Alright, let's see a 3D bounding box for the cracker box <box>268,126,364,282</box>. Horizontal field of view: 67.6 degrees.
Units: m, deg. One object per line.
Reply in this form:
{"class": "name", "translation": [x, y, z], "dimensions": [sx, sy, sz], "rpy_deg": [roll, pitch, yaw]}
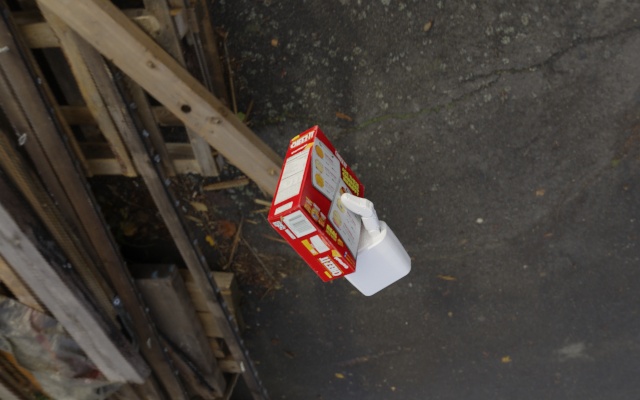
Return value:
{"class": "cracker box", "translation": [0.000, 0.003, 0.812], "dimensions": [0.072, 0.213, 0.164], "rpy_deg": [-23, -55, 26]}
